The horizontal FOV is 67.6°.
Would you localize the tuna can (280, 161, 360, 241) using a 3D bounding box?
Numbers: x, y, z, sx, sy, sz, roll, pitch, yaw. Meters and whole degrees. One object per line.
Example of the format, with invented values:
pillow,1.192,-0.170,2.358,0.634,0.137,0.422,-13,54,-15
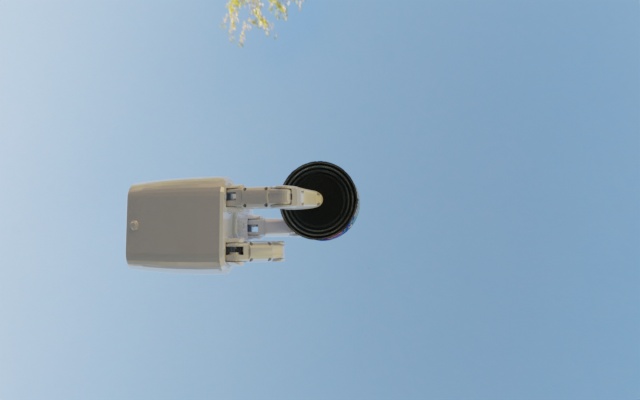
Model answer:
tuna can,0.000,0.002,0.526,0.086,0.086,0.034,0,-8,11
